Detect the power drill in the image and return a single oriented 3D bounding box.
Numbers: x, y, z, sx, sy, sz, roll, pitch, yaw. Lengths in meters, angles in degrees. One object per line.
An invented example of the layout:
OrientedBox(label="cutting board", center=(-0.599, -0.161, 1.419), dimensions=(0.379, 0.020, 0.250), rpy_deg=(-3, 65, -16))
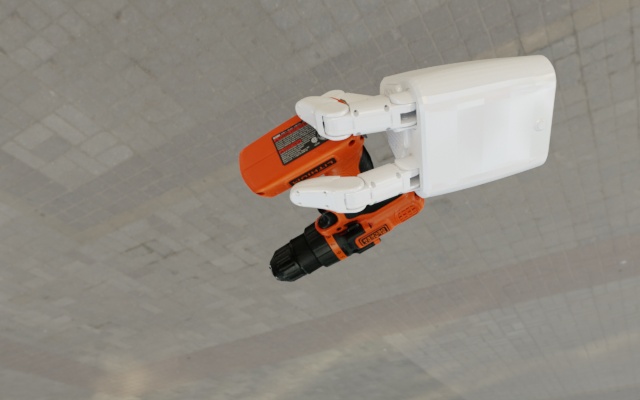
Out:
OrientedBox(label="power drill", center=(0.000, 0.001, 0.462), dimensions=(0.184, 0.057, 0.188), rpy_deg=(-32, -35, 5))
